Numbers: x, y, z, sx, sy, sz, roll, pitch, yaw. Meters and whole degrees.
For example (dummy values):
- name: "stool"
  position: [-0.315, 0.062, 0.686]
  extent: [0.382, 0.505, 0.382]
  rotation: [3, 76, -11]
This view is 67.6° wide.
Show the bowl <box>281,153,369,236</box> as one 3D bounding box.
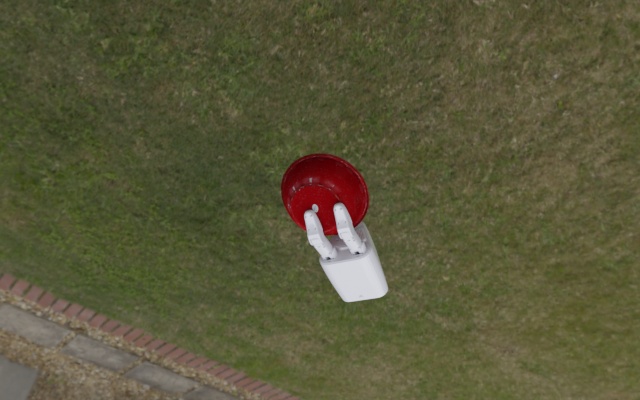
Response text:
- name: "bowl"
  position: [-0.001, 0.002, 0.824]
  extent: [0.162, 0.162, 0.055]
  rotation: [0, 26, 17]
